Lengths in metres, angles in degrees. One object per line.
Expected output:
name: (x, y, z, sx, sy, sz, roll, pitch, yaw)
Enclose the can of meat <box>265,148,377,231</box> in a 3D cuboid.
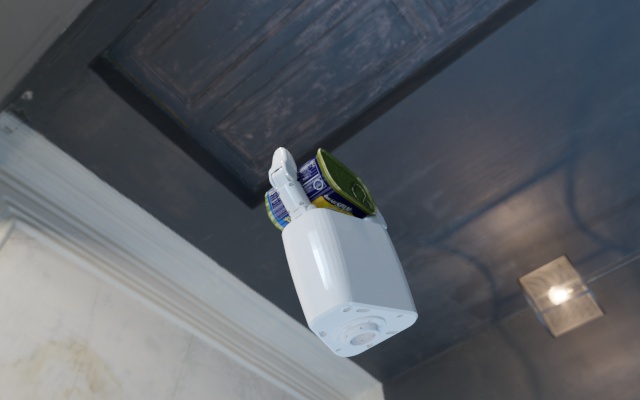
can of meat: (0.000, 0.002, 0.534, 0.084, 0.057, 0.102, -35, -39, 19)
